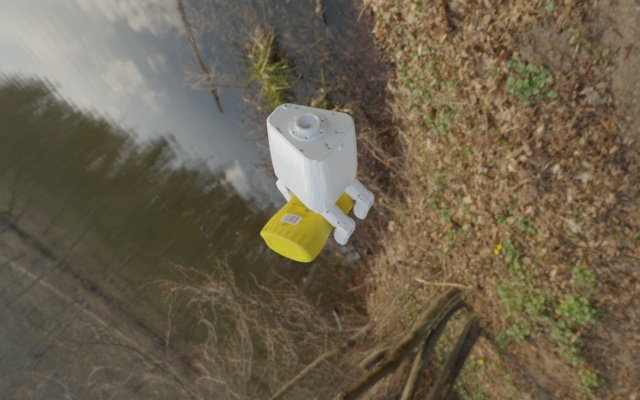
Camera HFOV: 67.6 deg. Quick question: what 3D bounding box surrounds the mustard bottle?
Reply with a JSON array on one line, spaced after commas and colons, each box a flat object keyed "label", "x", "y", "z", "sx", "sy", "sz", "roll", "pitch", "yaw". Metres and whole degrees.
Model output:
[{"label": "mustard bottle", "x": 0.000, "y": 0.003, "z": 0.731, "sx": 0.096, "sy": 0.191, "sz": 0.058, "roll": 13, "pitch": -37, "yaw": 41}]
